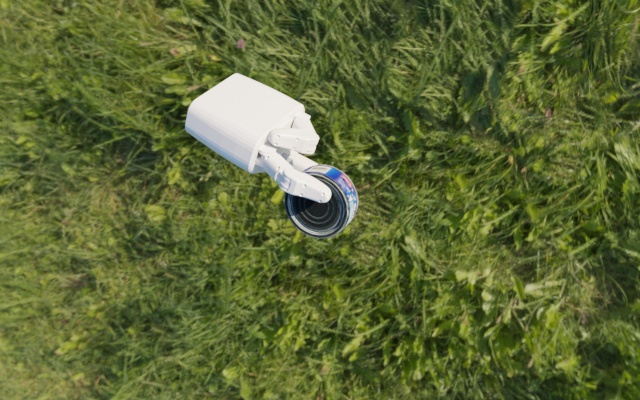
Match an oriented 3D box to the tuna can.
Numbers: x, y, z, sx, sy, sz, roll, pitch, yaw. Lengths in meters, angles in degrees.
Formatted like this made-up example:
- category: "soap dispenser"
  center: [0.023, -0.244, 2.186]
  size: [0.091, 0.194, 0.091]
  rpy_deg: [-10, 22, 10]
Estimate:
- category: "tuna can"
  center: [0.000, 0.002, 0.577]
  size: [0.086, 0.086, 0.033]
  rpy_deg: [0, 20, 24]
